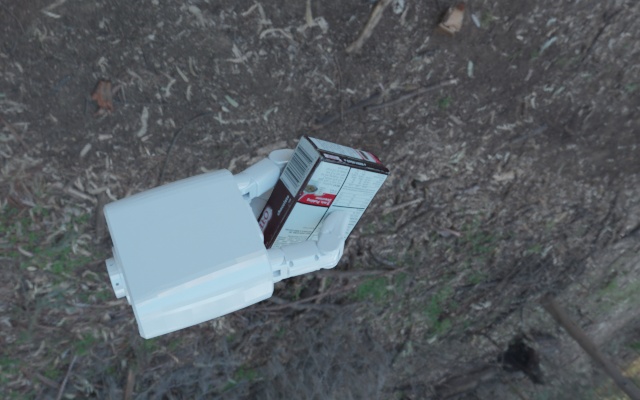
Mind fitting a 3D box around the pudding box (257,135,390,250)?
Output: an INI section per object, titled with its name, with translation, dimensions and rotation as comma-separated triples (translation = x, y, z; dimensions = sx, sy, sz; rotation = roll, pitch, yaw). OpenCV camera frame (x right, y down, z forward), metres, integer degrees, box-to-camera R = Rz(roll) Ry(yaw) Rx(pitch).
[pudding box]
translation = 0.000, 0.002, 0.453
dimensions = 0.090, 0.113, 0.039
rotation = 8, 34, -41
